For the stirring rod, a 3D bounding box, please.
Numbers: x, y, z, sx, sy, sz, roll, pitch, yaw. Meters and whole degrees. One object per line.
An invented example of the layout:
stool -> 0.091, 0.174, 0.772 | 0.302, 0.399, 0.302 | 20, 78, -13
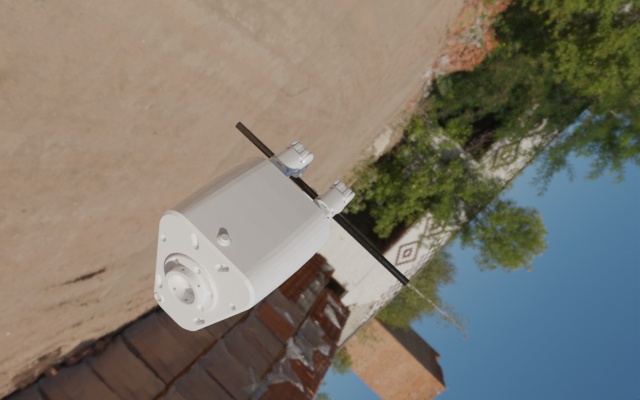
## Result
stirring rod -> 0.000, 0.002, 0.493 | 0.239, 0.011, 0.011 | 43, 5, 5
